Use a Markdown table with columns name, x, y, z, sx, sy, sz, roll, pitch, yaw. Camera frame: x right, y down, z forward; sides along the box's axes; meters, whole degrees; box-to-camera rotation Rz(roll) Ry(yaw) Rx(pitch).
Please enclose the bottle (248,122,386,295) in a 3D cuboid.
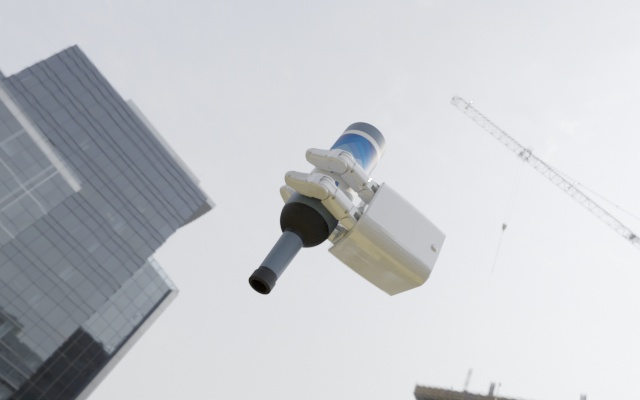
| name | x | y | z | sx | sy | sz | roll | pitch | yaw |
| --- | --- | --- | --- | --- | --- | --- | --- | --- | --- |
| bottle | 0.000 | 0.002 | 0.598 | 0.069 | 0.069 | 0.295 | 0 | 37 | 33 |
